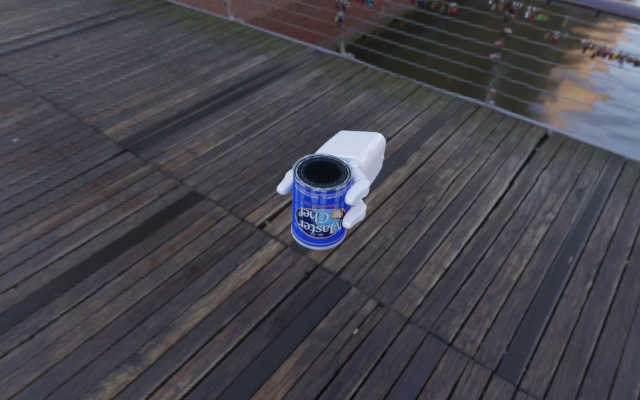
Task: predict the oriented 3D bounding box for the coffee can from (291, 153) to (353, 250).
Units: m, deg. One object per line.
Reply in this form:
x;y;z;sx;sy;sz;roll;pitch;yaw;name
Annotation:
0.000;0.003;0.847;0.103;0.140;0.102;2;41;-2;coffee can
